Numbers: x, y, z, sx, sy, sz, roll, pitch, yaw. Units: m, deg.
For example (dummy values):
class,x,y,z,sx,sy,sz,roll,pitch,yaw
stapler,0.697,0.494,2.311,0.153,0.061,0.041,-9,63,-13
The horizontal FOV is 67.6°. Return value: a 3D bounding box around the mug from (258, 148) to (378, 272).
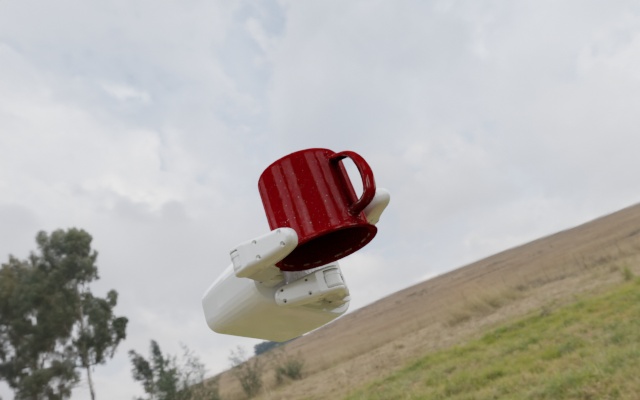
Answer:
class,x,y,z,sx,sy,sz,roll,pitch,yaw
mug,0.001,0.000,0.415,0.093,0.081,0.117,2,-31,-43
